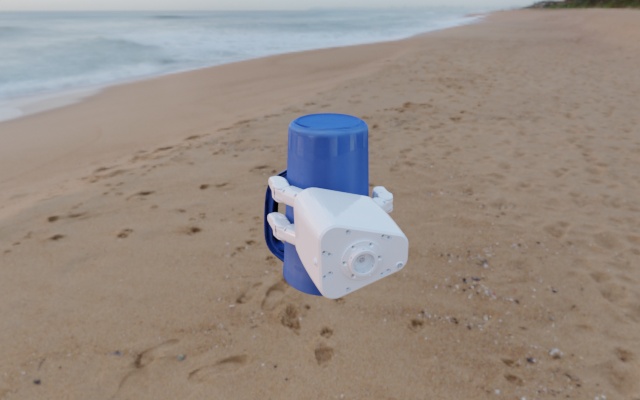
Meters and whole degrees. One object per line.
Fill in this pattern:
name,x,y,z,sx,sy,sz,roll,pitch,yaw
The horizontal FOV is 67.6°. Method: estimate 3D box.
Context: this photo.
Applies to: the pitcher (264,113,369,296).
pitcher,0.000,0.002,0.690,0.149,0.243,0.145,-6,24,-15
